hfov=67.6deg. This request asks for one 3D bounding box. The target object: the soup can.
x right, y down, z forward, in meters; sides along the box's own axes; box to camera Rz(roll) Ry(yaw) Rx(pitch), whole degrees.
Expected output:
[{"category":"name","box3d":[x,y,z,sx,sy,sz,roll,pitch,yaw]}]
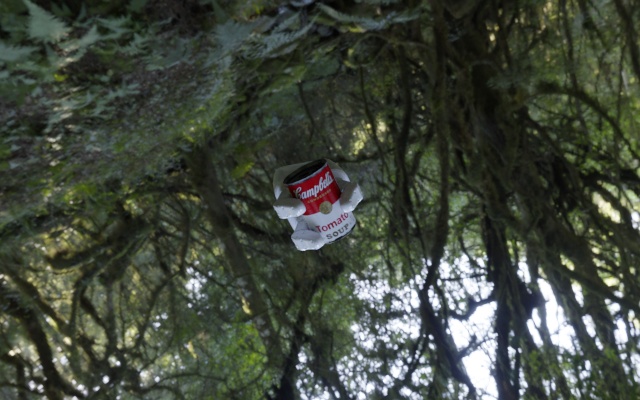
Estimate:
[{"category":"soup can","box3d":[0.000,0.003,0.673,0.068,0.102,0.068,-24,19,9]}]
